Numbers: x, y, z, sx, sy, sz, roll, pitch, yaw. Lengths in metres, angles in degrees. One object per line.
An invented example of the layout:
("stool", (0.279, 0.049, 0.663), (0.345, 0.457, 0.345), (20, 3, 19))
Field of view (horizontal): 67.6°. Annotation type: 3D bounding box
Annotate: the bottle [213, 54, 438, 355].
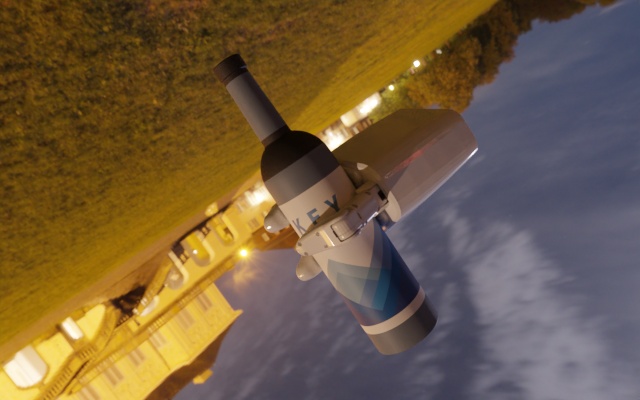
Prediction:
("bottle", (0.000, 0.002, 0.431), (0.069, 0.296, 0.069), (-34, 7, 5))
